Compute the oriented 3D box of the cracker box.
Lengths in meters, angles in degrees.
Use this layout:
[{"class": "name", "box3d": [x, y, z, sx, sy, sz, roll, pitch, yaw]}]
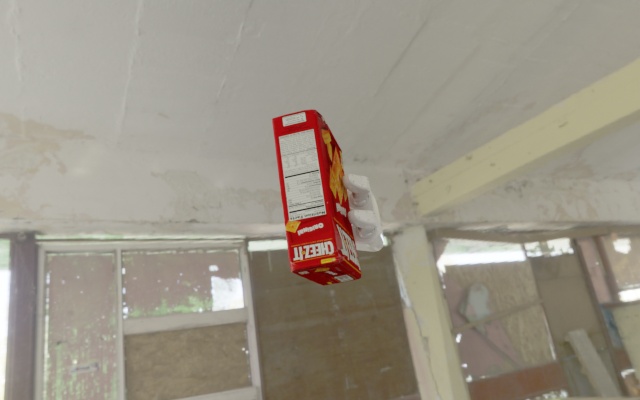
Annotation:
[{"class": "cracker box", "box3d": [0.000, 0.002, 0.678, 0.072, 0.213, 0.164, -13, -18, 11]}]
